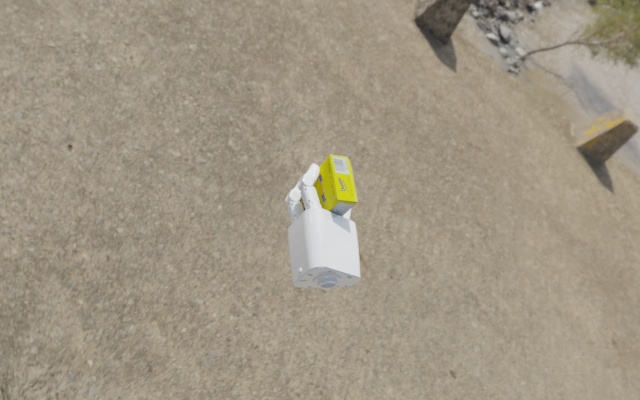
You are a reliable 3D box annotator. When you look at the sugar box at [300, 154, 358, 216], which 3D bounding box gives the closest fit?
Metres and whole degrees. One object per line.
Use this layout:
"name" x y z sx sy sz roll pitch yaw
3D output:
"sugar box" 0.000 0.003 0.866 0.048 0.093 0.176 8 -33 -28
